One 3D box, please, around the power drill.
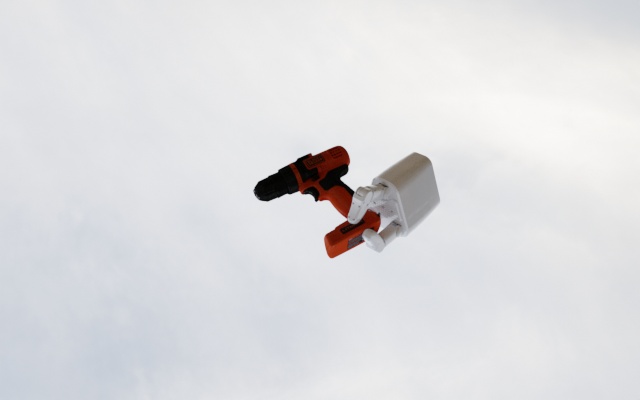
[{"bbox_3d":[0.001,0.003,0.812,0.184,0.187,0.057,-26,-27,-13],"label":"power drill"}]
